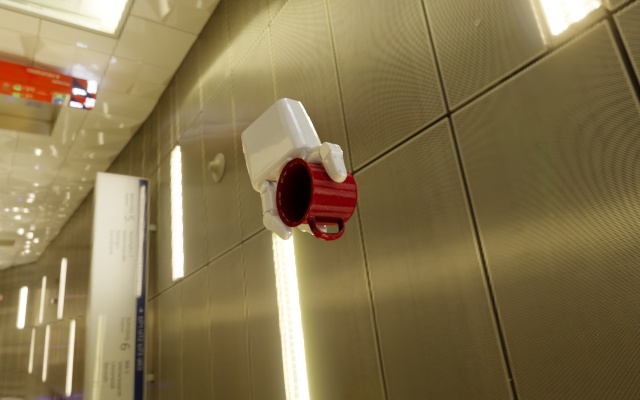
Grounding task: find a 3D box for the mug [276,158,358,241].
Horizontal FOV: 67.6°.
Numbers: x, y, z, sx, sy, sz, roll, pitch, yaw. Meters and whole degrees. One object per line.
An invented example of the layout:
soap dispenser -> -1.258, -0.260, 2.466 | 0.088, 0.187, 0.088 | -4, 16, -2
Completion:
mug -> 0.001, 0.003, 0.650 | 0.081, 0.117, 0.093 | 6, -40, -35
